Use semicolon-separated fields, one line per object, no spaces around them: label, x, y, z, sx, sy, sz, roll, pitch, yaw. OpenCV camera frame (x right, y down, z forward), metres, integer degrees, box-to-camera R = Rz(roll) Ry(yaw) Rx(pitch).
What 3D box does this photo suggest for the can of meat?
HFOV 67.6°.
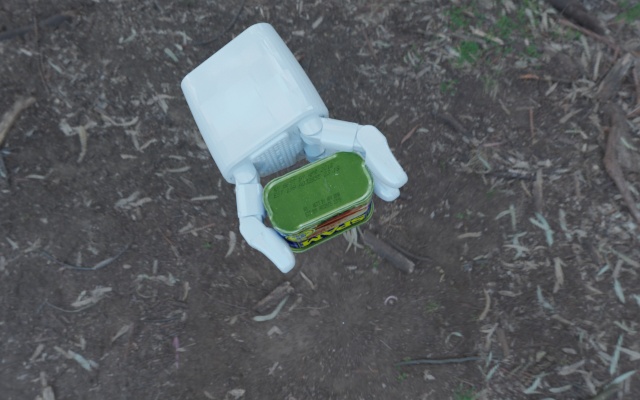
can of meat;0.000;0.001;0.447;0.102;0.057;0.084;-25;-15;-4
